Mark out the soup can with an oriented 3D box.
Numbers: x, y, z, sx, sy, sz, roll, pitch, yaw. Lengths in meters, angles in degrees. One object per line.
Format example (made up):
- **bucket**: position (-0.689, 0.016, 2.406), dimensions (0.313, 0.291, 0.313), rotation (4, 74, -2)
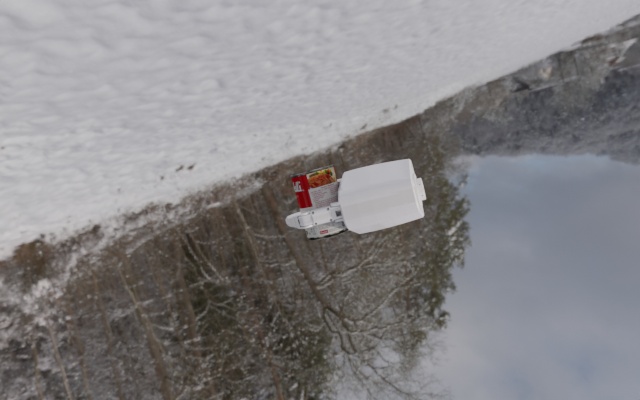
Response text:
- **soup can**: position (0.000, 0.003, 0.726), dimensions (0.068, 0.102, 0.068), rotation (-15, 5, 1)
